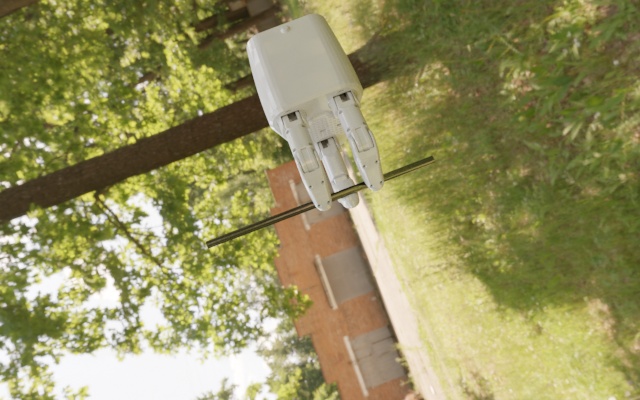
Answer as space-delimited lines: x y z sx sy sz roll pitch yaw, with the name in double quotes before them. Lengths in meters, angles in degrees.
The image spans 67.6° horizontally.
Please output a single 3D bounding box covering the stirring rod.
"stirring rod" 0.000 0.001 0.476 0.239 0.011 0.011 -21 0 0
